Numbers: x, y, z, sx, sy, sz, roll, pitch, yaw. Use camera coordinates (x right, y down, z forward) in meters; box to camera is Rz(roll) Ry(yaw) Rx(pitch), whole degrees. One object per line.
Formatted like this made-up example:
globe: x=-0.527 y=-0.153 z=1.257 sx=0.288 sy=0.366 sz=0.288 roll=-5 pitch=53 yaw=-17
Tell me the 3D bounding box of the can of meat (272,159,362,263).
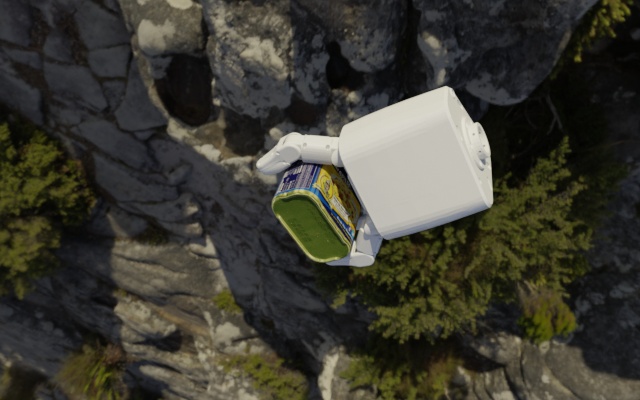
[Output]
can of meat: x=0.000 y=0.002 z=0.495 sx=0.057 sy=0.102 sz=0.084 roll=-16 pitch=36 yaw=29
